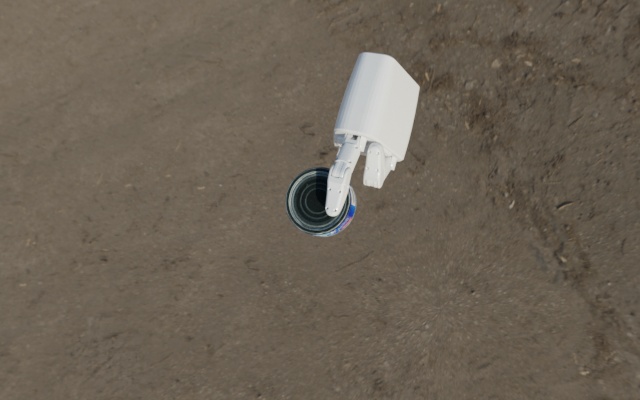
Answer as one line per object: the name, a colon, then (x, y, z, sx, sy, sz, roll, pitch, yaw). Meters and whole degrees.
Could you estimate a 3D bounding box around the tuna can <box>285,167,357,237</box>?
tuna can: (0.000, 0.002, 0.597, 0.086, 0.086, 0.034, 0, -7, 16)
